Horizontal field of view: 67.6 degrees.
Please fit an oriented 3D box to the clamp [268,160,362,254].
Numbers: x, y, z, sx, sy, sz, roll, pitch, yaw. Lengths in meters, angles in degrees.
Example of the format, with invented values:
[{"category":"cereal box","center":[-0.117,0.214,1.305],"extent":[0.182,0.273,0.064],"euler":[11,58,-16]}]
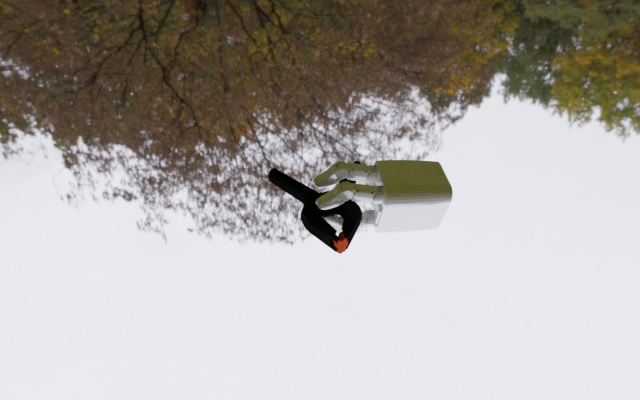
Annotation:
[{"category":"clamp","center":[0.000,0.003,0.759],"extent":[0.164,0.036,0.209],"euler":[-3,39,-4]}]
